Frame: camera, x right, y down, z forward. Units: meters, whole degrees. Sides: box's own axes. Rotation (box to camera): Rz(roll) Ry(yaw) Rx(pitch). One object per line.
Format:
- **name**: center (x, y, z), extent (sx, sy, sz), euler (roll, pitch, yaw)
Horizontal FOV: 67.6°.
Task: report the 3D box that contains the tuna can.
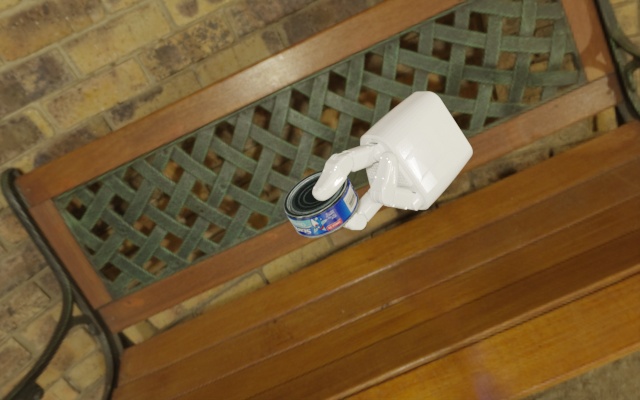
- **tuna can**: center (0.000, 0.001, 0.564), extent (0.086, 0.034, 0.086), euler (-21, 35, 15)
